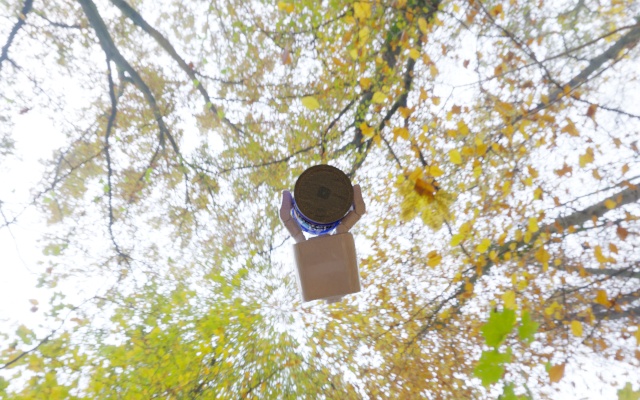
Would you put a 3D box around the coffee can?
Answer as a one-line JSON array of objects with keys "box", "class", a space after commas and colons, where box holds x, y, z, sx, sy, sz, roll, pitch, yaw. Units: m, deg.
[{"box": [0.000, 0.003, 0.871, 0.103, 0.102, 0.140, 0, -13, -5], "class": "coffee can"}]
